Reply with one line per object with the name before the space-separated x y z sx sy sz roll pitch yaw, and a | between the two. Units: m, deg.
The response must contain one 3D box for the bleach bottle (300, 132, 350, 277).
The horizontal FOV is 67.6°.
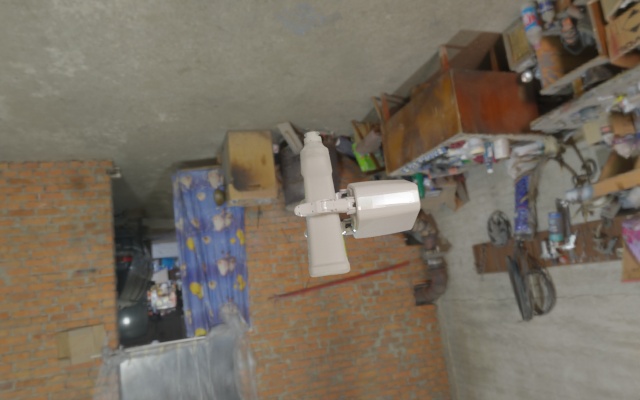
bleach bottle | 0.000 0.003 0.823 0.068 0.250 0.102 -7 -9 -2
